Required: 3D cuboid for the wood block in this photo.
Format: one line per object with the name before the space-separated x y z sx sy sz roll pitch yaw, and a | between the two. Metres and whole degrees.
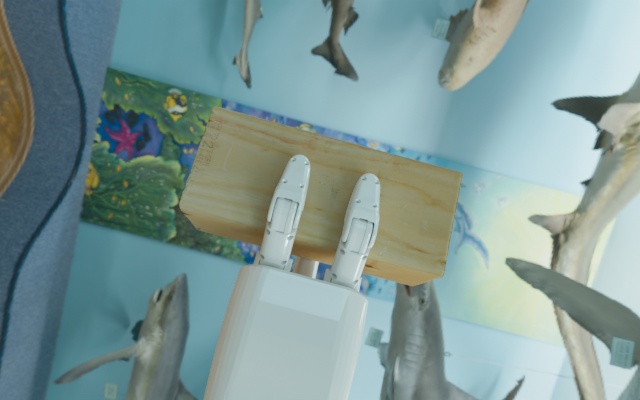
wood block | 0.000 0.002 0.411 0.206 0.090 0.091 15 -16 -1
